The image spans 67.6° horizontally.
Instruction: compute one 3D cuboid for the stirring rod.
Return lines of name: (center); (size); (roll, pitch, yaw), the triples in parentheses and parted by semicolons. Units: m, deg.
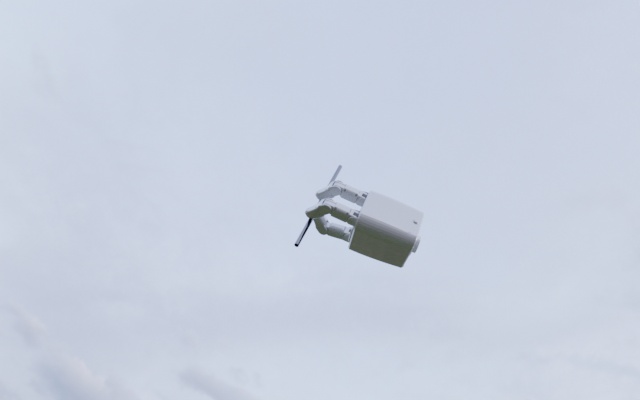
stirring rod: (0.000, 0.003, 0.884); (0.011, 0.011, 0.239); (0, 37, 25)
